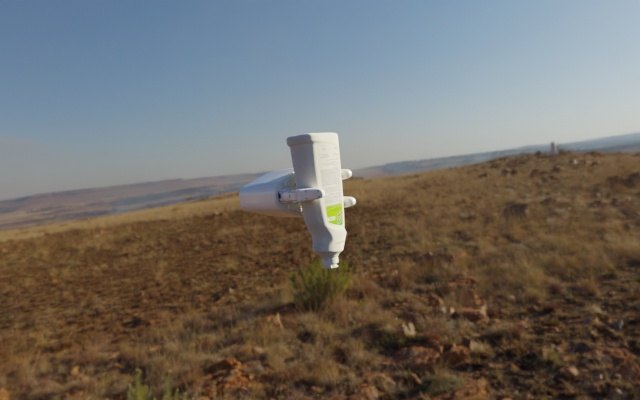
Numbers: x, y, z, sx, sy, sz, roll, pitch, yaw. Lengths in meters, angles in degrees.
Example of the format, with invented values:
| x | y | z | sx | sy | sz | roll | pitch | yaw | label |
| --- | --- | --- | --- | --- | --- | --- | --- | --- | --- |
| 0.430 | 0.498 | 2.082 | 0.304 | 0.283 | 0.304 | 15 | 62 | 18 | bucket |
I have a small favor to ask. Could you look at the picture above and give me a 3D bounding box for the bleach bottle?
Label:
| x | y | z | sx | sy | sz | roll | pitch | yaw | label |
| --- | --- | --- | --- | --- | --- | --- | --- | --- | --- |
| 0.000 | 0.003 | 0.890 | 0.068 | 0.251 | 0.102 | -3 | 5 | 40 | bleach bottle |
